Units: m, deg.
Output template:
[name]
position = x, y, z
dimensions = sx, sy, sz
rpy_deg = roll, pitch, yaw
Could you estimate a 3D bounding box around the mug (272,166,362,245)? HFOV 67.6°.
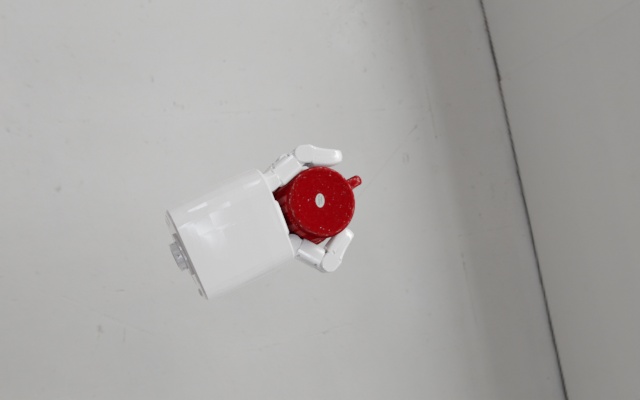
[mug]
position = 0.001, 0.001, 0.568
dimensions = 0.117, 0.093, 0.081
rpy_deg = -27, 0, -21
